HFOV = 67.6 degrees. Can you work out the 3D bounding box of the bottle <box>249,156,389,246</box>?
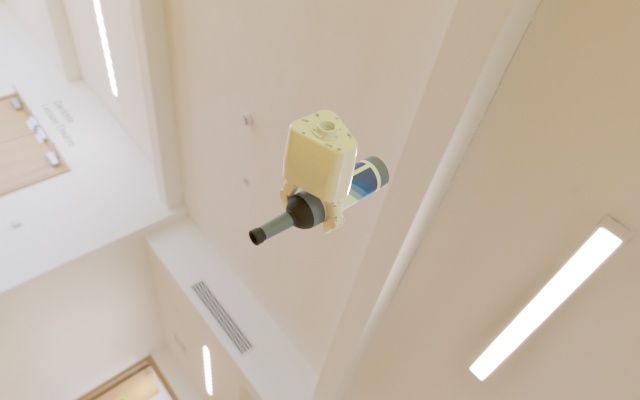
[{"bbox_3d":[0.000,0.003,0.857,0.295,0.069,0.069,-28,16,-32],"label":"bottle"}]
